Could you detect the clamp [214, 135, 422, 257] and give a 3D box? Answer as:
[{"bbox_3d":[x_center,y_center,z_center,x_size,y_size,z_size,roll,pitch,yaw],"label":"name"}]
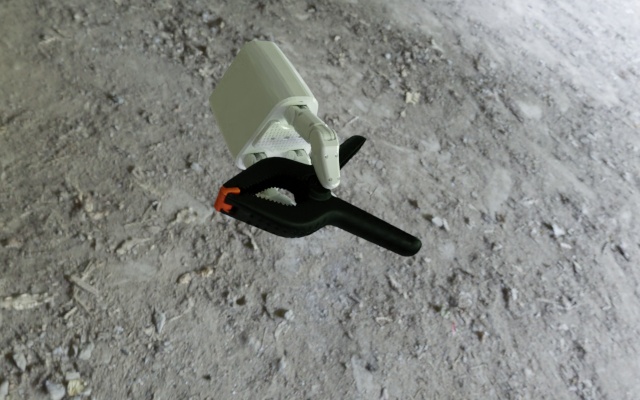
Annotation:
[{"bbox_3d":[0.000,0.001,0.487,0.210,0.164,0.036,-9,-34,-34],"label":"clamp"}]
